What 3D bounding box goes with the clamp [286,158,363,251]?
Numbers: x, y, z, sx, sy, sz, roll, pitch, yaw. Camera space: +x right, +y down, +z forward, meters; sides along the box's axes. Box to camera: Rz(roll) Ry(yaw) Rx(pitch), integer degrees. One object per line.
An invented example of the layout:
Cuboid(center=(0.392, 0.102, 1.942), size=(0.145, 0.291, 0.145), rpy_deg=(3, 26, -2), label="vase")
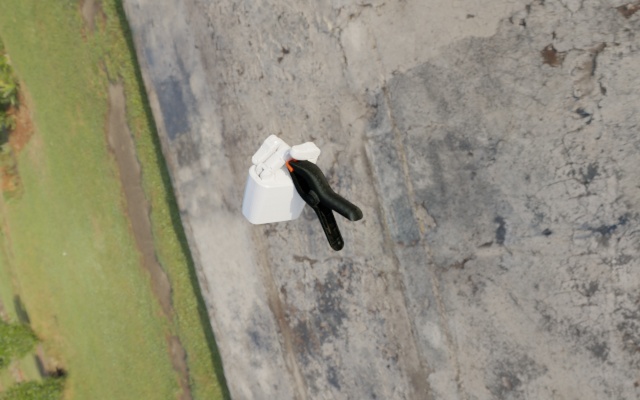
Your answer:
Cuboid(center=(0.000, 0.003, 0.788), size=(0.039, 0.171, 0.120), rpy_deg=(-21, -32, -32), label="clamp")
